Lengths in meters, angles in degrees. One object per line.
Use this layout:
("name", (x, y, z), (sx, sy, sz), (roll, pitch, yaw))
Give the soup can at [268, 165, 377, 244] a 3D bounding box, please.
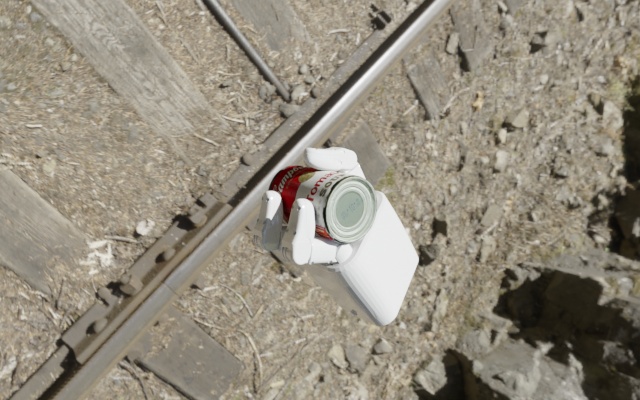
("soup can", (0.000, 0.001, 0.492), (0.068, 0.068, 0.102), (0, 9, -38))
